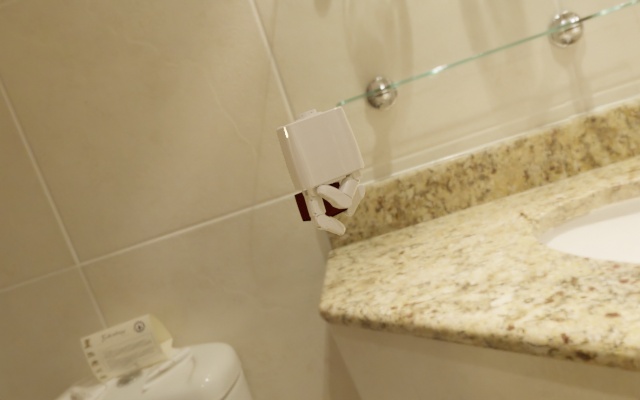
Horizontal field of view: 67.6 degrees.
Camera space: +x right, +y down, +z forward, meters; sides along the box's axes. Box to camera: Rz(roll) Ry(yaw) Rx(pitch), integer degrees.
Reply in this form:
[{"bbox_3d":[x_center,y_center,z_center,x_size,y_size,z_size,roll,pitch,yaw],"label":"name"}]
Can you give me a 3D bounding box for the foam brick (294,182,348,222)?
[{"bbox_3d":[0.000,0.003,0.825,0.053,0.051,0.078,-25,9,-31],"label":"foam brick"}]
